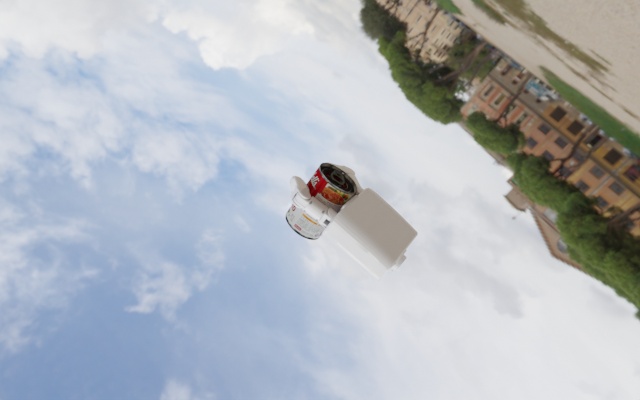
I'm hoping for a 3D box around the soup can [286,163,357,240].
[{"bbox_3d":[0.000,0.002,0.731,0.068,0.102,0.068,29,27,-16],"label":"soup can"}]
